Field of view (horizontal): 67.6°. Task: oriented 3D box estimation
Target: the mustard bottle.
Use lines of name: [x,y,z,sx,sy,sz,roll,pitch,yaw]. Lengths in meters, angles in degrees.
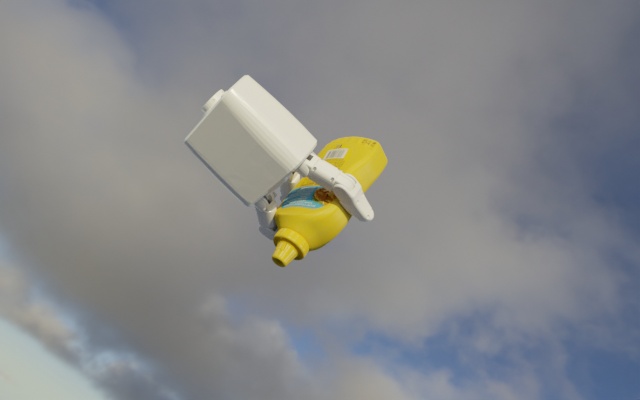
mustard bottle: [0.000,0.002,0.569,0.096,0.058,0.191,1,43,40]
